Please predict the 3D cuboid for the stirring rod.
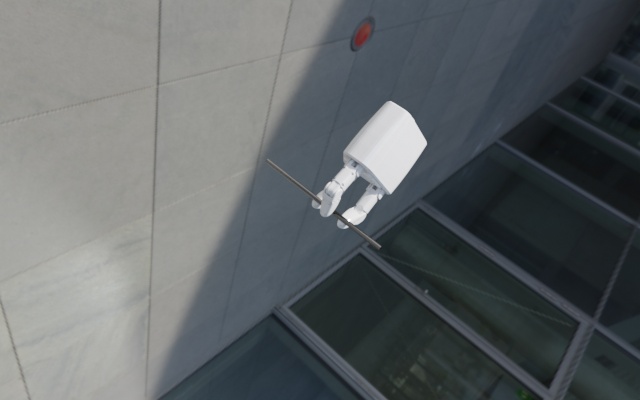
[{"bbox_3d":[0.000,0.002,0.749,0.239,0.011,0.011,38,16,22],"label":"stirring rod"}]
